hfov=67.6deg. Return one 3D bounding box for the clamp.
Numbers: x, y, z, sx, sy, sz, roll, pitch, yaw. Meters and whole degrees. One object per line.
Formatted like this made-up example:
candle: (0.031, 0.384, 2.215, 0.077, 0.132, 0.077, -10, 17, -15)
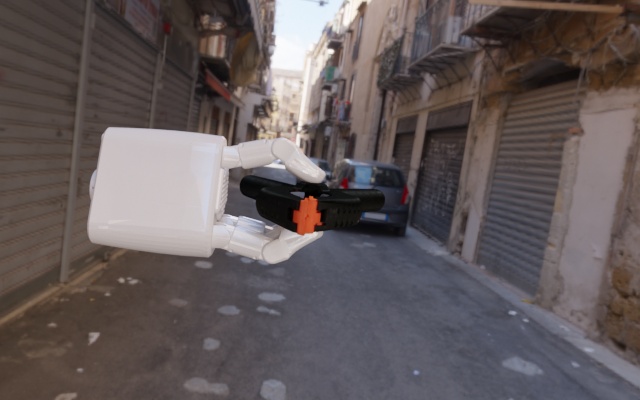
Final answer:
clamp: (0.000, 0.001, 0.460, 0.164, 0.036, 0.210, 5, 6, -7)
